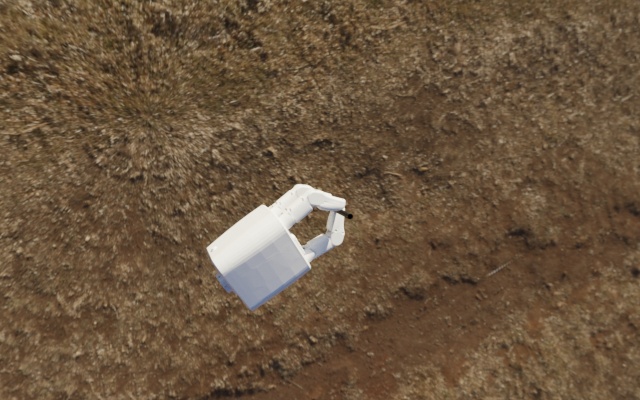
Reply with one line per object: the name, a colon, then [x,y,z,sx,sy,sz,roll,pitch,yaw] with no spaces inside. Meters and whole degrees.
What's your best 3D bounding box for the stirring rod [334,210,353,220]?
stirring rod: [0.000,0.003,0.753,0.011,0.011,0.239,0,9,-20]
